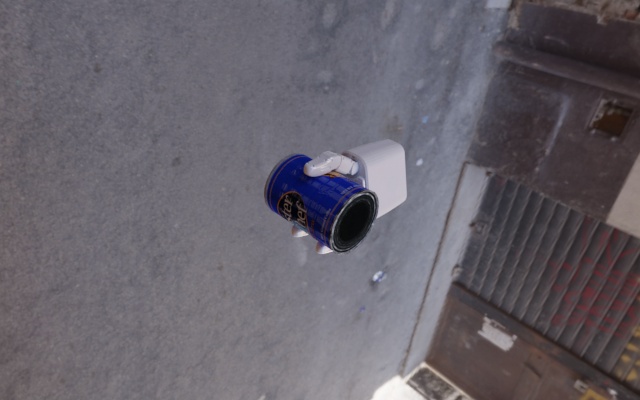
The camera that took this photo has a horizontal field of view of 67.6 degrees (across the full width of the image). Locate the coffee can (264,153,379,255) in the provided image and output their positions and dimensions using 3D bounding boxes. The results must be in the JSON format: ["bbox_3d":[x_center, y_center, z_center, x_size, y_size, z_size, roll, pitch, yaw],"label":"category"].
[{"bbox_3d":[0.000,0.002,0.706,0.140,0.103,0.103,31,19,35],"label":"coffee can"}]
